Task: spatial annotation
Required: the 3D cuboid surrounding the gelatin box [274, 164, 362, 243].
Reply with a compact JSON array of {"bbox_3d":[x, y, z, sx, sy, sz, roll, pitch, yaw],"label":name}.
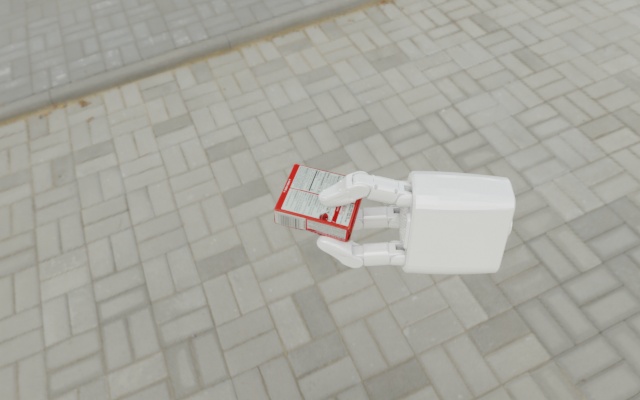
[{"bbox_3d":[0.000,0.001,0.544,0.089,0.073,0.030,14,-37,8],"label":"gelatin box"}]
